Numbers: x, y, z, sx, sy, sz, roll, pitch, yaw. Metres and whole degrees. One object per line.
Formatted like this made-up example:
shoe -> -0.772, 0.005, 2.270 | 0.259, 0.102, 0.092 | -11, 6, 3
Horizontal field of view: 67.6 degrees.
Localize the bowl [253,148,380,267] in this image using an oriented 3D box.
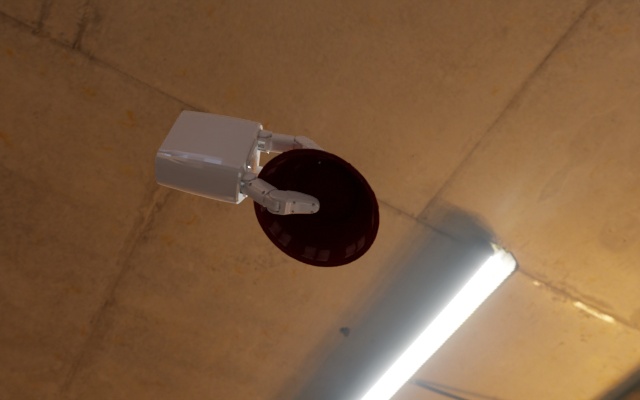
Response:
bowl -> 0.001, 0.002, 0.597 | 0.162, 0.162, 0.055 | 0, 27, 21
